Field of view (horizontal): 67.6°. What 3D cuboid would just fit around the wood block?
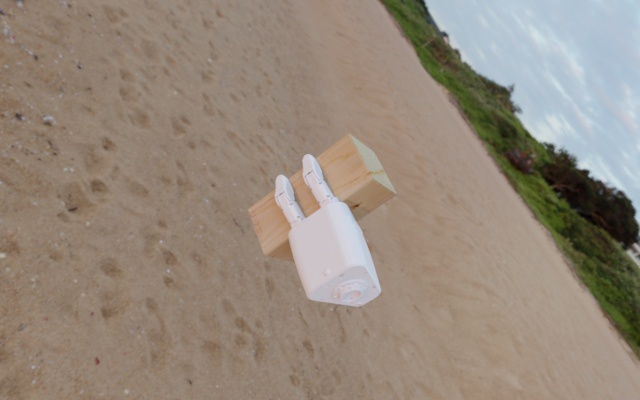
[{"bbox_3d":[0.001,0.003,0.746,0.206,0.090,0.091,-35,-30,19],"label":"wood block"}]
